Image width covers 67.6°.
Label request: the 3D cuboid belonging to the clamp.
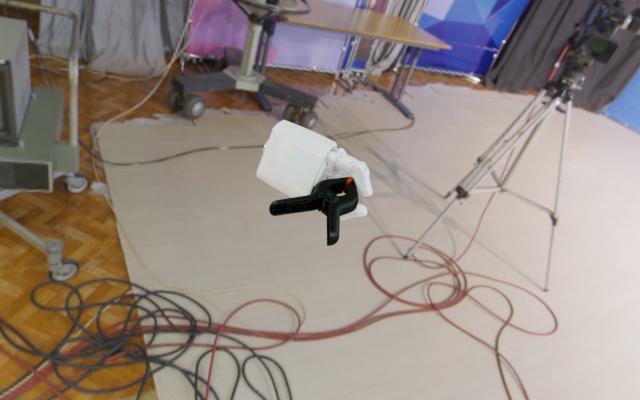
[{"bbox_3d":[0.000,0.002,0.768,0.120,0.039,0.171,27,35,11],"label":"clamp"}]
